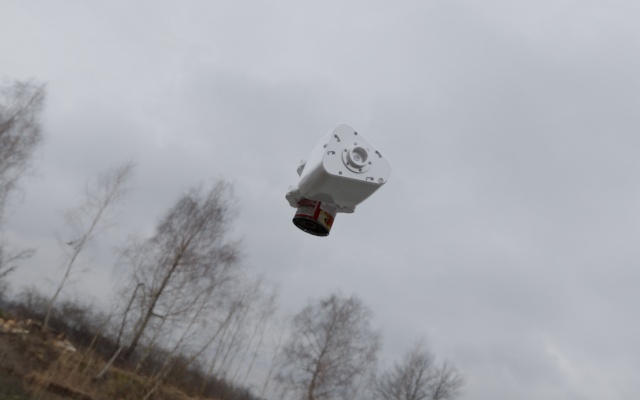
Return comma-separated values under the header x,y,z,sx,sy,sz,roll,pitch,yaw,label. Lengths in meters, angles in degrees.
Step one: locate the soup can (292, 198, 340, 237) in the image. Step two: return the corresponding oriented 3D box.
x,y,z,sx,sy,sz,roll,pitch,yaw,label
0.000,0.003,0.831,0.068,0.102,0.068,18,-24,8,soup can
